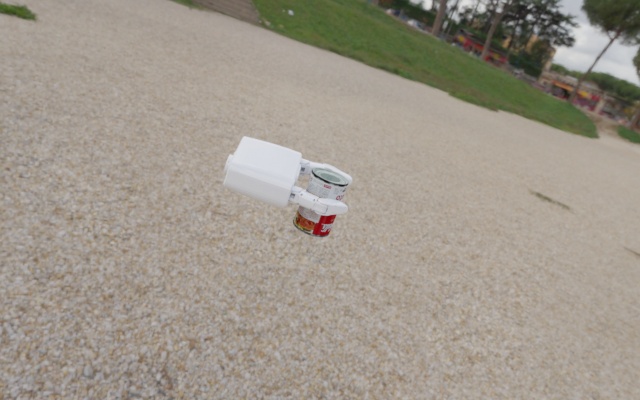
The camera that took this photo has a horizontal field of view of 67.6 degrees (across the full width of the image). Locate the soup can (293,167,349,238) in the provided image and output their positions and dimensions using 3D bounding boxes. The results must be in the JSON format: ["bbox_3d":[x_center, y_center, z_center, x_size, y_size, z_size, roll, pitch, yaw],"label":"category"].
[{"bbox_3d":[0.001,0.003,0.818,0.068,0.102,0.068,18,20,-7],"label":"soup can"}]
